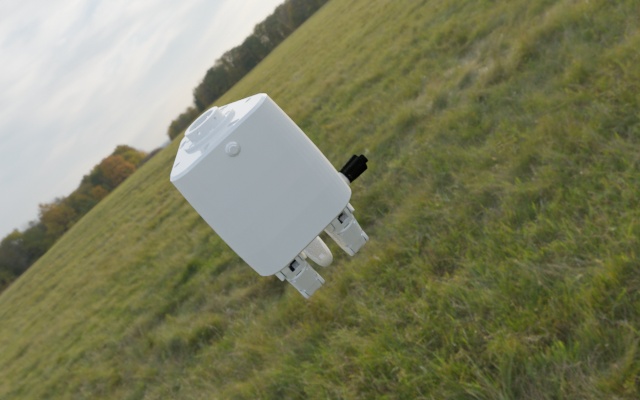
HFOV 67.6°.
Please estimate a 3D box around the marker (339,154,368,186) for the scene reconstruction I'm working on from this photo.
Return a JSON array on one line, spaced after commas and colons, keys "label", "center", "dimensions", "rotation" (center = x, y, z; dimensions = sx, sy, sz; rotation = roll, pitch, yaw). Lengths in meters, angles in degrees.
[{"label": "marker", "center": [0.000, 0.001, 0.445], "dimensions": [0.020, 0.121, 0.020], "rotation": [44, -8, 8]}]
